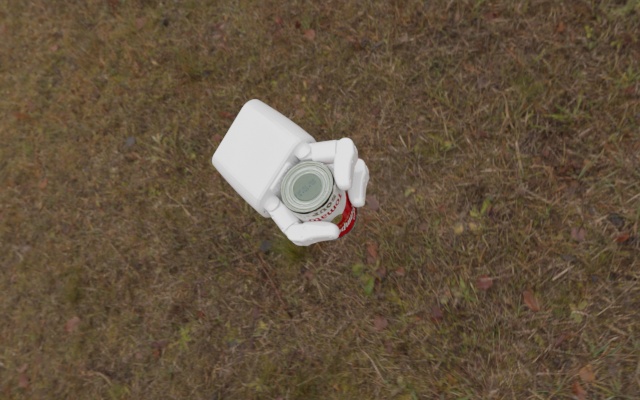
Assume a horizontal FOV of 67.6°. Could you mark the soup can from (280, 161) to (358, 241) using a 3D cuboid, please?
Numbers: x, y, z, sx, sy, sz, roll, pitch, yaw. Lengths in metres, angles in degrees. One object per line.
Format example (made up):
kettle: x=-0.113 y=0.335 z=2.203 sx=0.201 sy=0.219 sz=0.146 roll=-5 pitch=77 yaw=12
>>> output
soup can: x=0.000 y=0.002 z=0.585 sx=0.068 sy=0.068 sz=0.102 roll=0 pitch=-22 yaw=20
